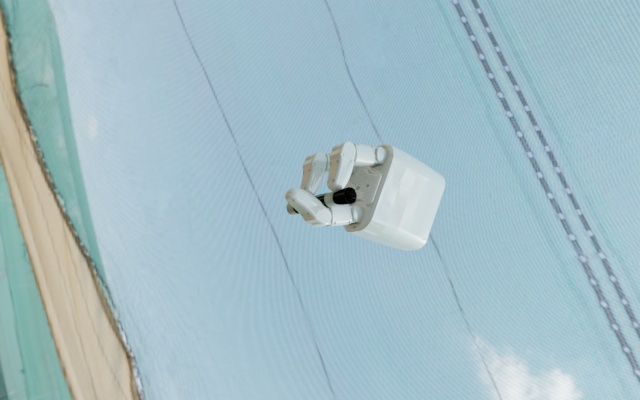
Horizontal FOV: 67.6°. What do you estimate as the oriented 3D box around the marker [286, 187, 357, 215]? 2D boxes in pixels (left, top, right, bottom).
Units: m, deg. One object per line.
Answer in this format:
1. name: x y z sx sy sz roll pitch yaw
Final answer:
1. marker: 0.000 0.002 0.561 0.020 0.020 0.121 0 -8 -37
